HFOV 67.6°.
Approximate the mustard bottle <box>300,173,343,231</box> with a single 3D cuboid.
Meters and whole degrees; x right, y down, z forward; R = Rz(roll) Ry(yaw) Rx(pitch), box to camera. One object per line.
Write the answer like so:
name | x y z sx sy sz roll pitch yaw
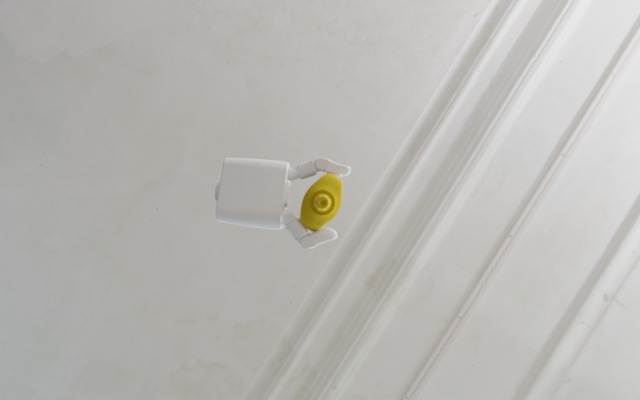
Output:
mustard bottle | 0.000 0.003 0.785 0.058 0.096 0.191 30 -1 -1
